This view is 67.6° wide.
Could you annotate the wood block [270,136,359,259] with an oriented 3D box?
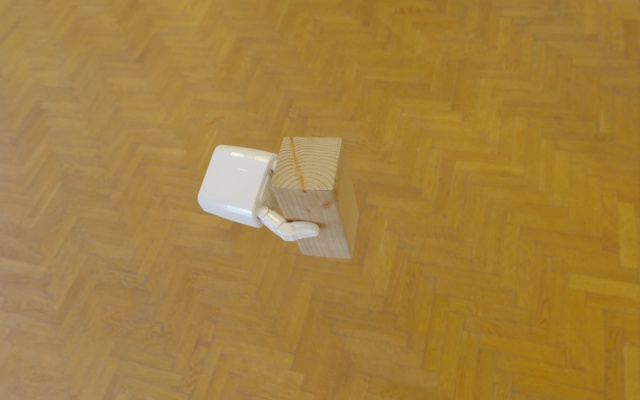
[{"bbox_3d":[0.000,0.003,0.740,0.090,0.090,0.206,4,-31,15],"label":"wood block"}]
